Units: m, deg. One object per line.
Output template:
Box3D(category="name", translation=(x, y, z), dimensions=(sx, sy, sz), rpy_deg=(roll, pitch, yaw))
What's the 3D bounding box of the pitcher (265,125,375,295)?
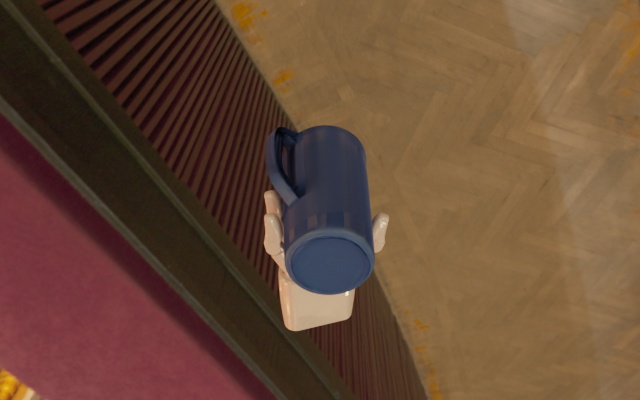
Box3D(category="pitcher", translation=(0.000, 0.002, 0.651), dimensions=(0.149, 0.145, 0.242), rpy_deg=(-1, 35, -1))
